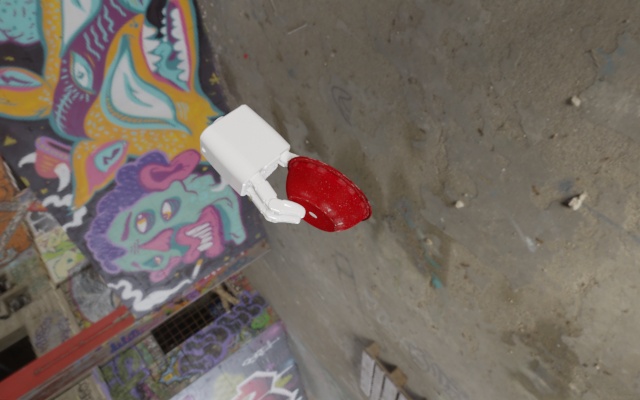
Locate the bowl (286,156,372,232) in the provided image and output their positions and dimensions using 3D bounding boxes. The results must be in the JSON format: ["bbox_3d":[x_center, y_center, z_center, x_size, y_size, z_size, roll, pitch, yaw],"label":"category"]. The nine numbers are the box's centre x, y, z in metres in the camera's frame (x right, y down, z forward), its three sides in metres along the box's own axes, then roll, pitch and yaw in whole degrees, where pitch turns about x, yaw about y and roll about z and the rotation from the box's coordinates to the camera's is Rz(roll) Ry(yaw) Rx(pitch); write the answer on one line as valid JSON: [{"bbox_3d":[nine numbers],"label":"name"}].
[{"bbox_3d":[0.001,0.004,0.770,0.162,0.055,0.162,29,-22,13],"label":"bowl"}]
